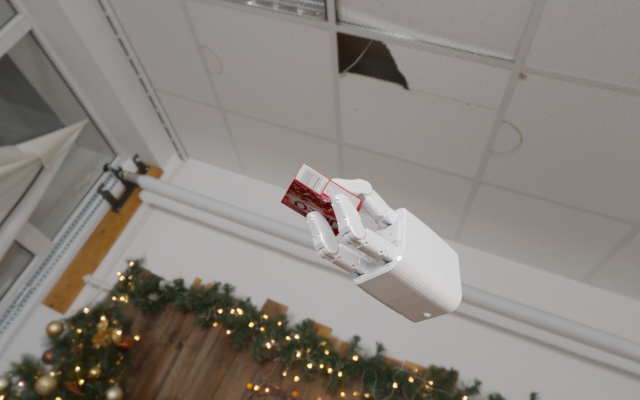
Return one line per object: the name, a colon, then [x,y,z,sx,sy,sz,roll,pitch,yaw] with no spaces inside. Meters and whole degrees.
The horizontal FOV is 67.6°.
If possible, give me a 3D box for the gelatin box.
gelatin box: [0.000,0.001,0.604,0.089,0.030,0.073,32,-29,-2]
